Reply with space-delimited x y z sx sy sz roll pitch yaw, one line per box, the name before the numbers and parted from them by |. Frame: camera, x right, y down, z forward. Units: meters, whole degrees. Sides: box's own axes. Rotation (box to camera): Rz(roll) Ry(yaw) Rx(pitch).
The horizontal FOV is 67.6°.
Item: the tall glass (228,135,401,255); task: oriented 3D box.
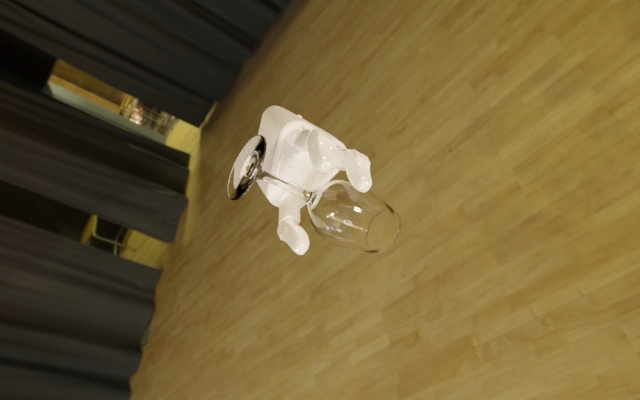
tall glass | 0.000 0.002 0.546 0.201 0.079 0.079 25 -13 -30
